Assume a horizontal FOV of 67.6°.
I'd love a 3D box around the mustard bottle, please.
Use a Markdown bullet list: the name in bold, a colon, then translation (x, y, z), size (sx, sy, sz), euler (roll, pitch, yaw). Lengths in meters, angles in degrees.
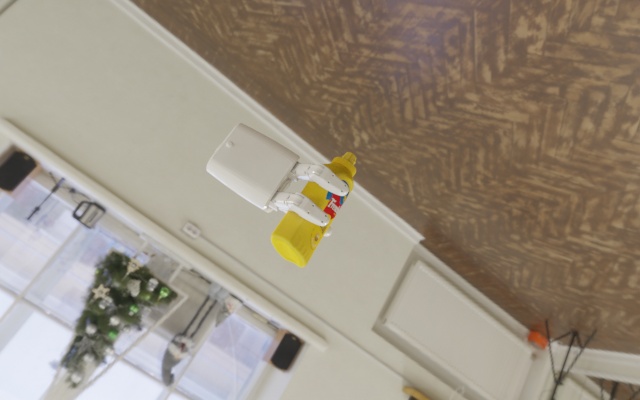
- **mustard bottle**: translation (0.000, 0.003, 0.727), size (0.058, 0.191, 0.096), euler (23, -23, 24)
